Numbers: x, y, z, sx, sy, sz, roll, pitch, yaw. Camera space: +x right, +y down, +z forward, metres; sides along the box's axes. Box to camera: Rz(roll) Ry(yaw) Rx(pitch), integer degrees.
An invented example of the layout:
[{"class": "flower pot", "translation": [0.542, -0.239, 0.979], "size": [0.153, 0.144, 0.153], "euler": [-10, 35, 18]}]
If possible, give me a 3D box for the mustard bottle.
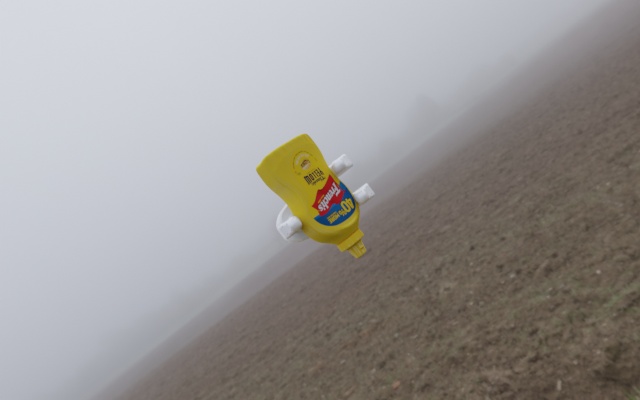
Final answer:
[{"class": "mustard bottle", "translation": [0.000, 0.002, 0.681], "size": [0.096, 0.191, 0.058], "euler": [-37, 0, -38]}]
